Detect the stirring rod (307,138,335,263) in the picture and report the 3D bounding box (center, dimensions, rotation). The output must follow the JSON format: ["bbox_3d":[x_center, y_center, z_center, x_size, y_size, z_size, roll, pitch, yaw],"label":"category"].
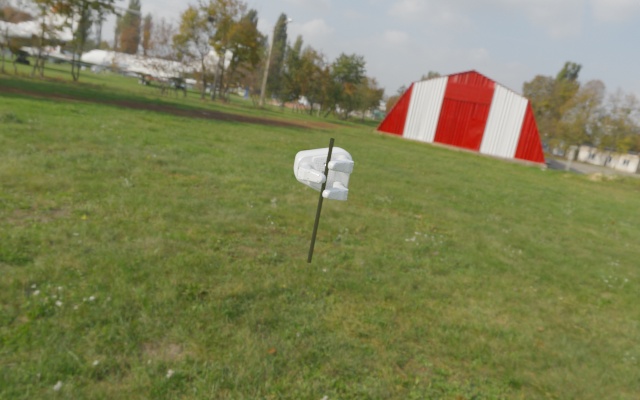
[{"bbox_3d":[0.000,0.003,0.891,0.011,0.239,0.011,10,12,-2],"label":"stirring rod"}]
